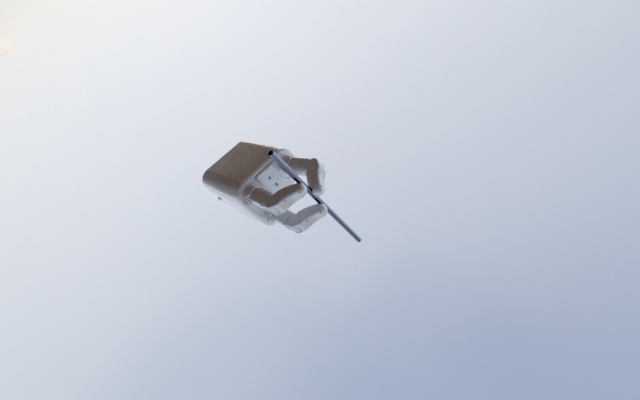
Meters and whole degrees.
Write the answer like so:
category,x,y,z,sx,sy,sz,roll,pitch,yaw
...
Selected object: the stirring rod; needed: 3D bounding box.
category,x,y,z,sx,sy,sz,roll,pitch,yaw
stirring rod,0.000,0.002,0.668,0.011,0.011,0.240,0,-30,36
